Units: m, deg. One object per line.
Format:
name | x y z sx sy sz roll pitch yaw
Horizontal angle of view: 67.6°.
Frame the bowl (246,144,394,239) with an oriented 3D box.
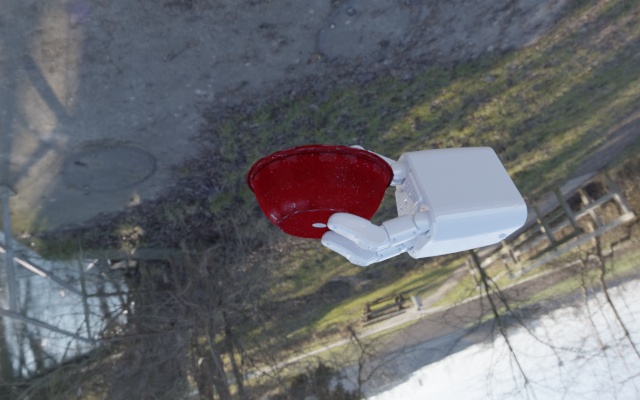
bowl | -0.001 0.002 0.517 0.162 0.055 0.162 -1 -23 0
